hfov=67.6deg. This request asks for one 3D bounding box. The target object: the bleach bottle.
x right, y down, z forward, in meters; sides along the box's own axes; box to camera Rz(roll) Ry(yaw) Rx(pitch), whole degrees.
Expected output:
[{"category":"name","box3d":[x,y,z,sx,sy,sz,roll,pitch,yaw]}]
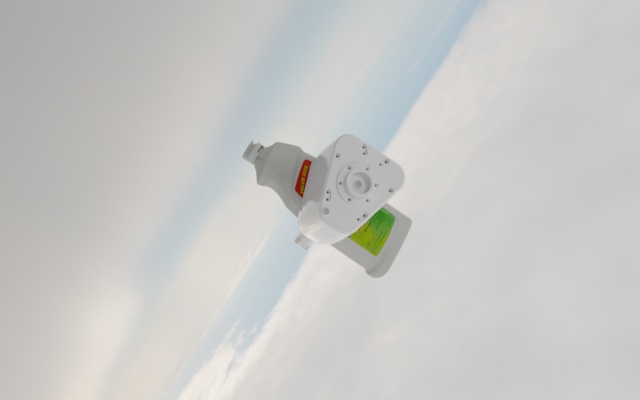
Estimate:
[{"category":"bleach bottle","box3d":[0.000,0.002,0.670,0.251,0.102,0.068,32,-16,-6]}]
